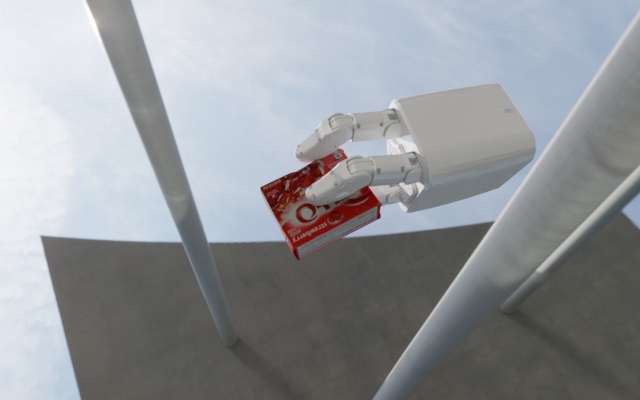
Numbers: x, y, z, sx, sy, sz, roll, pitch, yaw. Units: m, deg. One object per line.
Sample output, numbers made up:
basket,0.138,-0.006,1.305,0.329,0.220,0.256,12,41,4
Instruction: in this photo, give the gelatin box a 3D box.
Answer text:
gelatin box,0.000,0.002,0.438,0.089,0.073,0.030,-26,-30,-10
